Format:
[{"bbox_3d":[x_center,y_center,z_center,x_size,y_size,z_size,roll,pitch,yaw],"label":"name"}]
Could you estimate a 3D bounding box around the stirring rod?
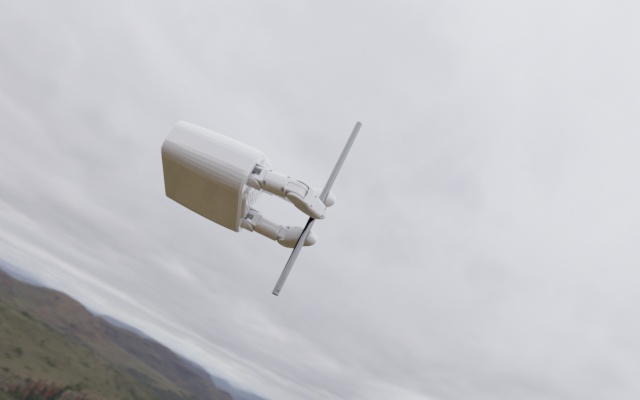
[{"bbox_3d":[0.000,0.002,0.561,0.011,0.239,0.011,22,-23,10],"label":"stirring rod"}]
